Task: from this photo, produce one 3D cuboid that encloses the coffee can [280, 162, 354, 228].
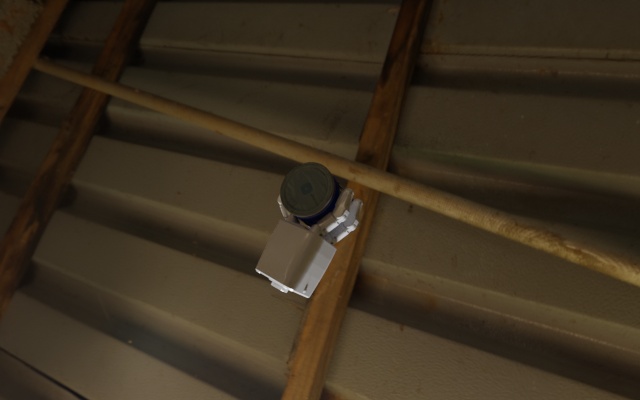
[{"bbox_3d":[0.000,0.003,0.897,0.103,0.102,0.140,0,-20,23],"label":"coffee can"}]
